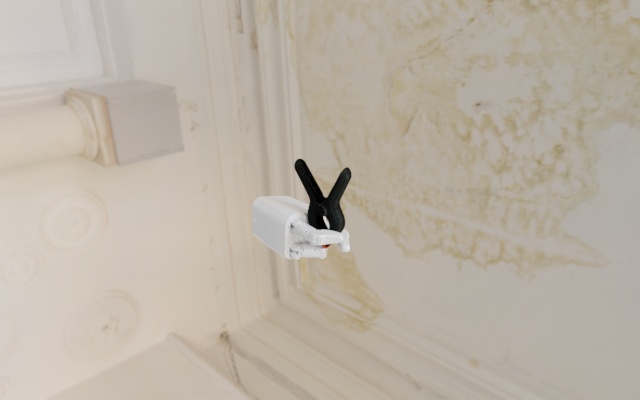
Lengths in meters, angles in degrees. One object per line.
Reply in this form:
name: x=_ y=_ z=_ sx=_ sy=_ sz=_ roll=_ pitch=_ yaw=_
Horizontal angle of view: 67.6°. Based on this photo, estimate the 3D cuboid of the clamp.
clamp: x=0.001 y=0.003 z=0.874 sx=0.120 sy=0.171 sz=0.039 roll=27 pitch=35 yaw=36
